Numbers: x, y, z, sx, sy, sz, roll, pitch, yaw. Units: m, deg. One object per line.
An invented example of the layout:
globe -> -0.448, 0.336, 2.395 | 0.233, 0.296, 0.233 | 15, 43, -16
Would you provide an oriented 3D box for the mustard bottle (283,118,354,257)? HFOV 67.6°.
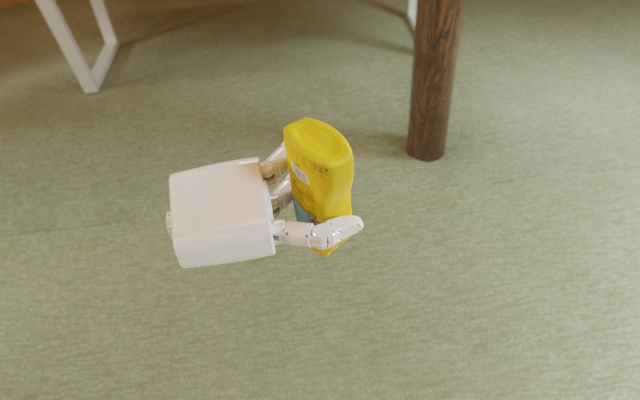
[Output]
mustard bottle -> 0.000, 0.002, 0.580 | 0.058, 0.192, 0.096 | -29, 49, -24
